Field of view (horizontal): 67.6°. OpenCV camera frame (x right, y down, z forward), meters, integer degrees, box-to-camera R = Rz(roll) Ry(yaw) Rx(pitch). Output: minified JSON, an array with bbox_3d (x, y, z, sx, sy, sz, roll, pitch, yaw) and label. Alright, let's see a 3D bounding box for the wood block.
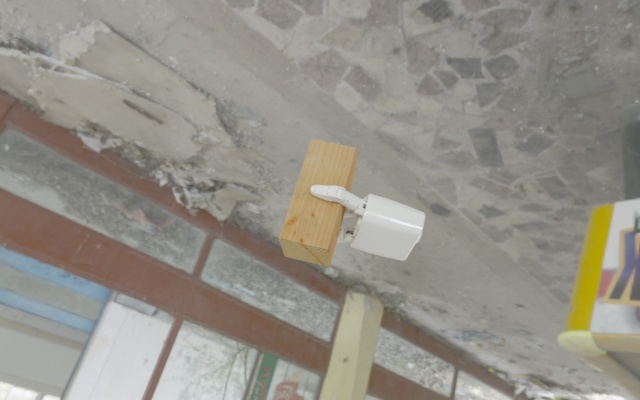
[{"bbox_3d":[0.000,0.003,0.875,0.090,0.206,0.091,13,-25,8],"label":"wood block"}]
